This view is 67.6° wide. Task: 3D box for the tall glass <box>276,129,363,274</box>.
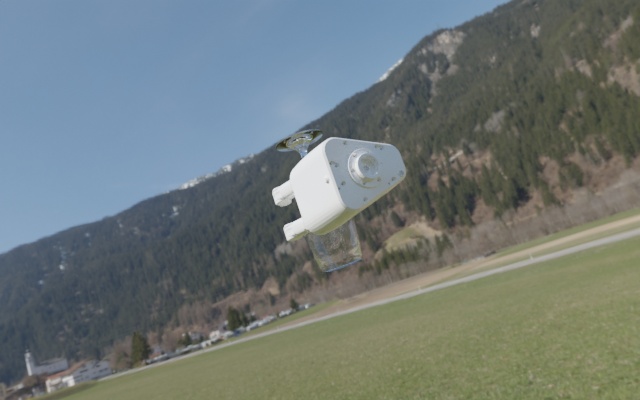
[{"bbox_3d":[0.000,0.002,0.698,0.079,0.201,0.079,-18,-9,-3],"label":"tall glass"}]
